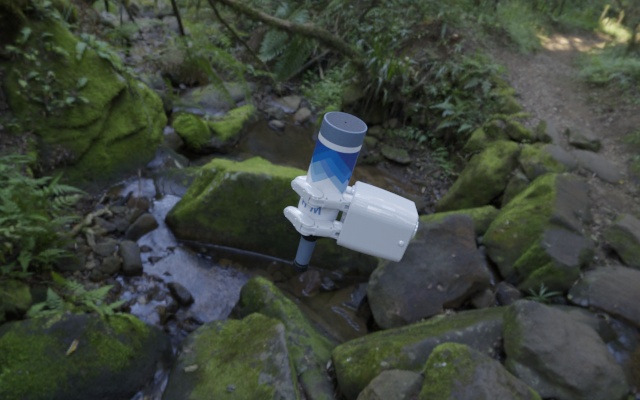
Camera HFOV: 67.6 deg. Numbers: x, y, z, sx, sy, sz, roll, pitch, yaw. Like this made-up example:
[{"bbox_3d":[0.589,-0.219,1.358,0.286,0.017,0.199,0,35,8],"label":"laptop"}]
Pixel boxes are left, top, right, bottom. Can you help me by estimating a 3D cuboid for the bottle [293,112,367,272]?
[{"bbox_3d":[0.000,0.002,0.782,0.069,0.296,0.069,12,33,-8],"label":"bottle"}]
